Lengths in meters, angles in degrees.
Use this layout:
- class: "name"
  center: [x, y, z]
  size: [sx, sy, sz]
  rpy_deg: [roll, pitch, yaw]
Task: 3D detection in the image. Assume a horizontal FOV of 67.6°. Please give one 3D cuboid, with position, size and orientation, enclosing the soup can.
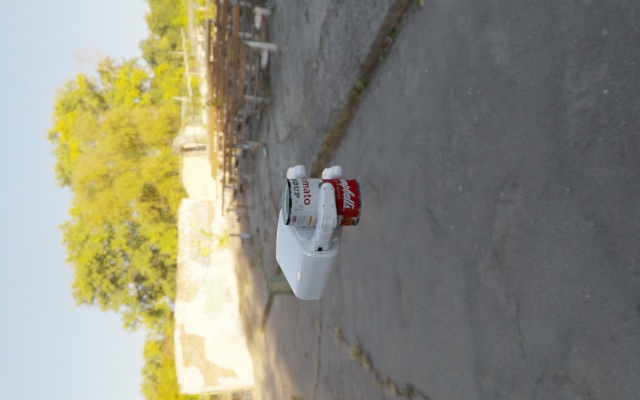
- class: "soup can"
  center: [0.000, 0.002, 0.676]
  size: [0.102, 0.068, 0.068]
  rpy_deg: [1, 0, -13]
